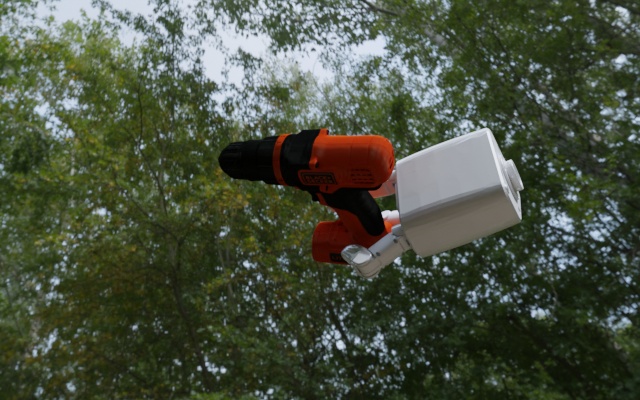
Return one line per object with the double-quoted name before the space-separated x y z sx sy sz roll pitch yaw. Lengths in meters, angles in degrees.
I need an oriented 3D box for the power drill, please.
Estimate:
"power drill" 0.000 0.002 0.522 0.184 0.057 0.188 3 -34 24
